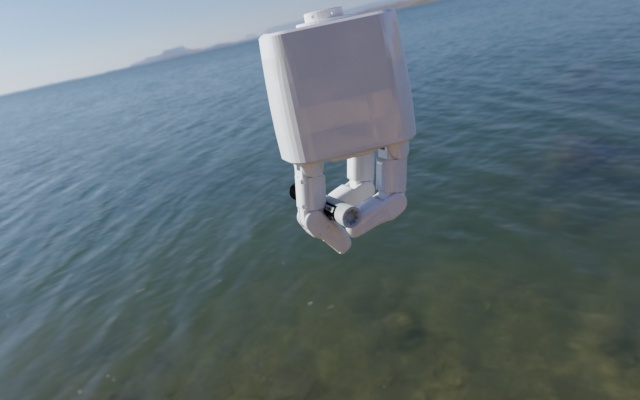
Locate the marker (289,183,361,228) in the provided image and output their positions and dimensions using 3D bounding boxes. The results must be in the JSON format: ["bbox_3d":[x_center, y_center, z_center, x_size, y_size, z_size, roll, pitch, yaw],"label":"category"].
[{"bbox_3d":[0.000,0.002,0.448,0.020,0.020,0.121,0,12,-26],"label":"marker"}]
